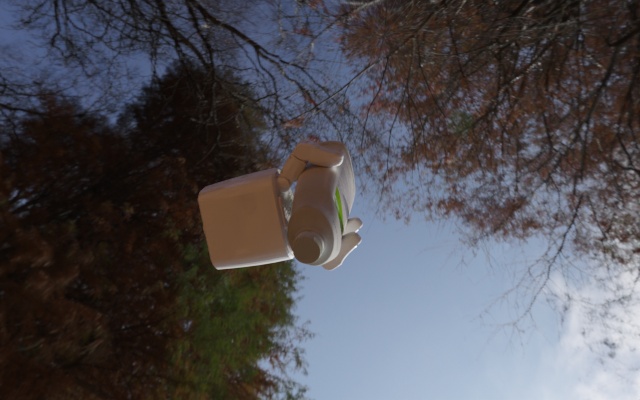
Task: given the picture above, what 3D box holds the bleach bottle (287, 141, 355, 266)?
[{"bbox_3d":[0.000,0.002,0.588,0.068,0.102,0.250,-10,17,11],"label":"bleach bottle"}]
